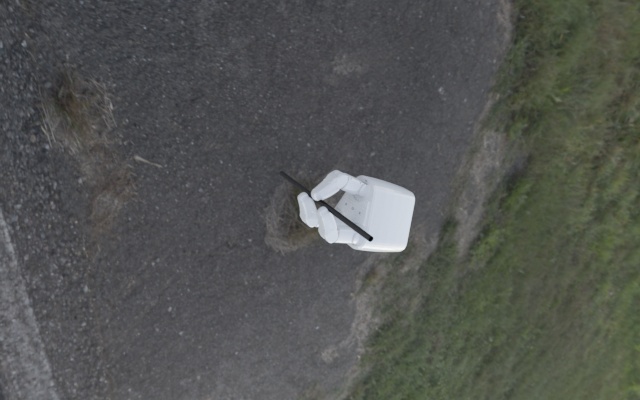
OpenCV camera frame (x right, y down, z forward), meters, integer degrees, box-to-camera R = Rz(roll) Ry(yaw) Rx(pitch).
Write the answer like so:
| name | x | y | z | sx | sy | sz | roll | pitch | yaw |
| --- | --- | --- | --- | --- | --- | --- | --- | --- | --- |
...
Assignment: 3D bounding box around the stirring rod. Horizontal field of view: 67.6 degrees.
| name | x | y | z | sx | sy | sz | roll | pitch | yaw |
| --- | --- | --- | --- | --- | --- | --- | --- | --- | --- |
| stirring rod | 0.000 | 0.002 | 0.707 | 0.011 | 0.011 | 0.239 | 0 | 23 | -36 |
